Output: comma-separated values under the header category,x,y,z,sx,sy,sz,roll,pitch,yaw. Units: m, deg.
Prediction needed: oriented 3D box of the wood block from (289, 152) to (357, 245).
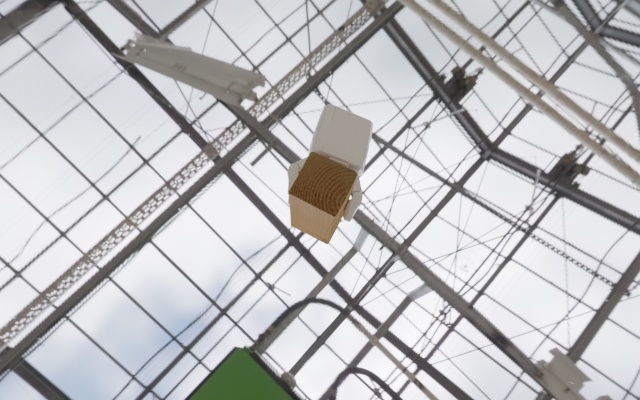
category,x,y,z,sx,sy,sz,roll,pitch,yaw
wood block,0.001,0.003,0.892,0.091,0.090,0.206,26,-17,6
